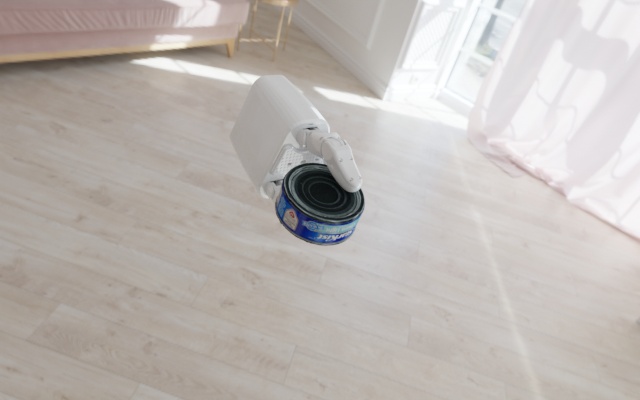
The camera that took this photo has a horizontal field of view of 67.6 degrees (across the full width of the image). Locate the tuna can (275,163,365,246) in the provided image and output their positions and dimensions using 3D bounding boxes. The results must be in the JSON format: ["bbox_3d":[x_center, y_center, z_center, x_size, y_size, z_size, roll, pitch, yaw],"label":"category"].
[{"bbox_3d":[0.000,0.001,0.474,0.086,0.086,0.034,0,-44,-23],"label":"tuna can"}]
